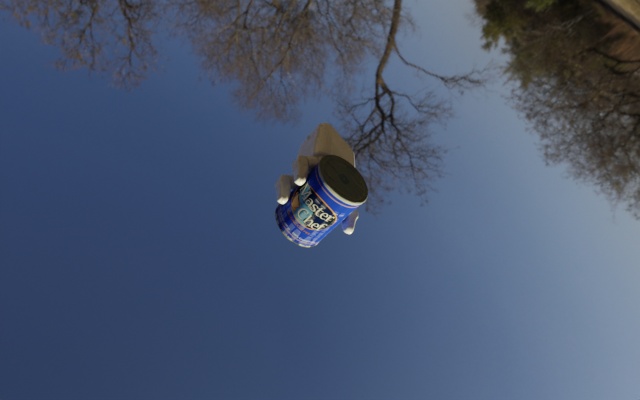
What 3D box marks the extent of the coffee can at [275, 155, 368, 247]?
[{"bbox_3d":[0.000,0.003,0.839,0.103,0.102,0.140,0,-35,-45],"label":"coffee can"}]
